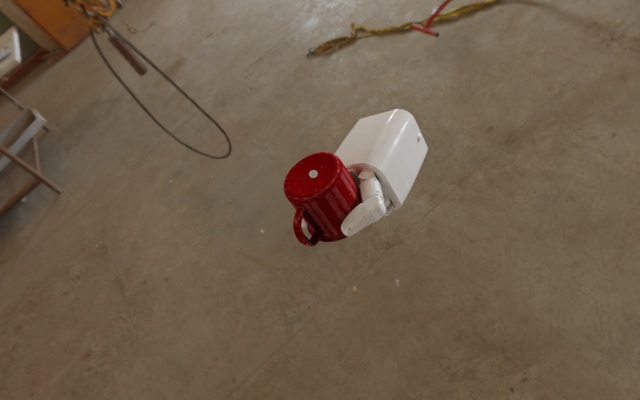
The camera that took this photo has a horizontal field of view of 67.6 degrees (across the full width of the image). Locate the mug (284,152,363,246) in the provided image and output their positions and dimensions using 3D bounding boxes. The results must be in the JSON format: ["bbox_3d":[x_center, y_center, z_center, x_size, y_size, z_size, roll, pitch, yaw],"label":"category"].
[{"bbox_3d":[-0.001,0.003,0.604,0.093,0.117,0.081,10,-32,39],"label":"mug"}]
